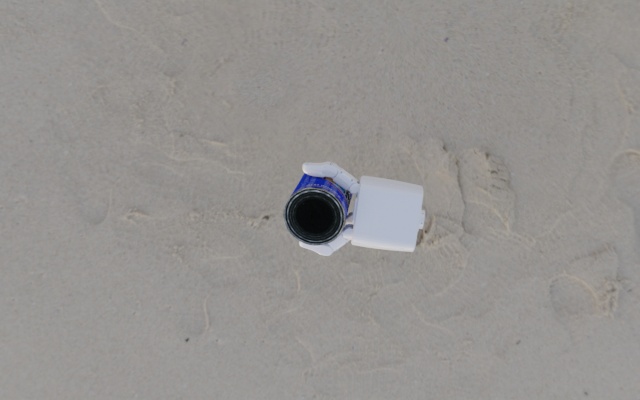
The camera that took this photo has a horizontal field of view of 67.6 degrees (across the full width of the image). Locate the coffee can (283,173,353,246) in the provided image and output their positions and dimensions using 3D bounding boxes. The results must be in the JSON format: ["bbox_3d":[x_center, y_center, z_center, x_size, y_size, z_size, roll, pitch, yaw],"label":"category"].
[{"bbox_3d":[0.000,0.003,0.834,0.103,0.103,0.140,0,21,9],"label":"coffee can"}]
